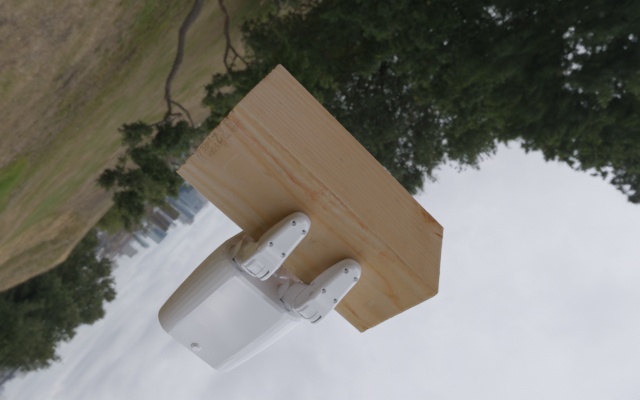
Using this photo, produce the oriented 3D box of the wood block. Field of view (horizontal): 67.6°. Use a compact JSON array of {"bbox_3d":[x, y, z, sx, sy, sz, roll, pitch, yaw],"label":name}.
[{"bbox_3d":[0.000,0.001,0.402,0.090,0.206,0.090,-38,16,33],"label":"wood block"}]
